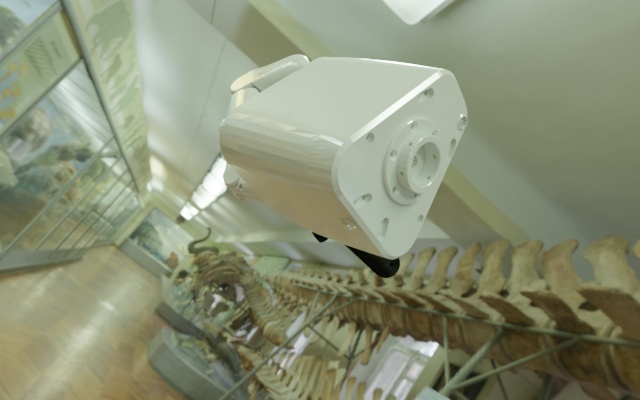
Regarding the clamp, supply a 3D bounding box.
[{"bbox_3d":[0.000,0.001,0.405,0.120,0.039,0.171,21,-23,45],"label":"clamp"}]
